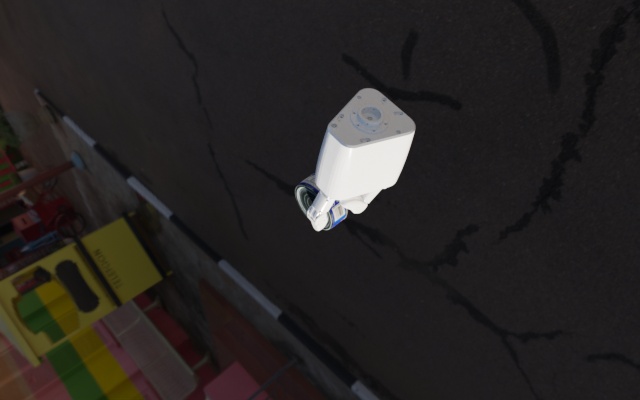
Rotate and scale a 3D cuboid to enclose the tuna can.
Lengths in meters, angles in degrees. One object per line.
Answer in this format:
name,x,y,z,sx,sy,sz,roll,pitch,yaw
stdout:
tuna can,0.000,0.003,0.733,0.033,0.086,0.086,-36,18,-26
